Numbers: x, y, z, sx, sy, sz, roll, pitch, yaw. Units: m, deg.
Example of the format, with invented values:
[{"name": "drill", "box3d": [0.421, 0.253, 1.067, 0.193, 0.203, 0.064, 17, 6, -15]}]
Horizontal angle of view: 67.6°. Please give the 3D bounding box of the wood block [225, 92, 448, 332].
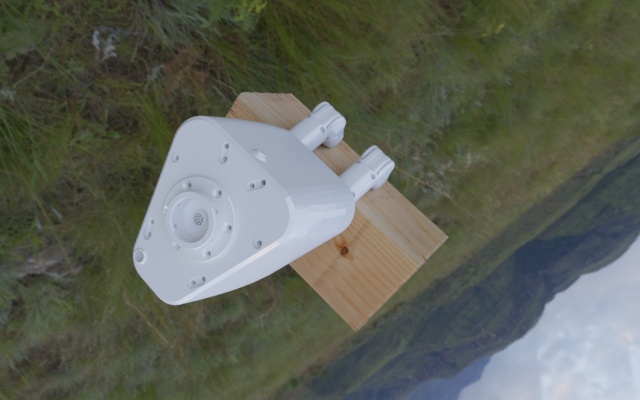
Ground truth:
[{"name": "wood block", "box3d": [0.000, 0.002, 0.435, 0.206, 0.091, 0.090, 44, 27, 13]}]
